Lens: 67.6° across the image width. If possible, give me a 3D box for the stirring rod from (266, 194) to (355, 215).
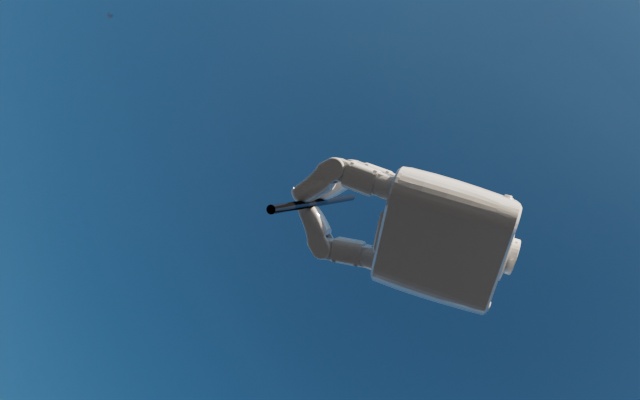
[{"bbox_3d":[0.000,0.002,0.494,0.011,0.011,0.239,0,3,19],"label":"stirring rod"}]
